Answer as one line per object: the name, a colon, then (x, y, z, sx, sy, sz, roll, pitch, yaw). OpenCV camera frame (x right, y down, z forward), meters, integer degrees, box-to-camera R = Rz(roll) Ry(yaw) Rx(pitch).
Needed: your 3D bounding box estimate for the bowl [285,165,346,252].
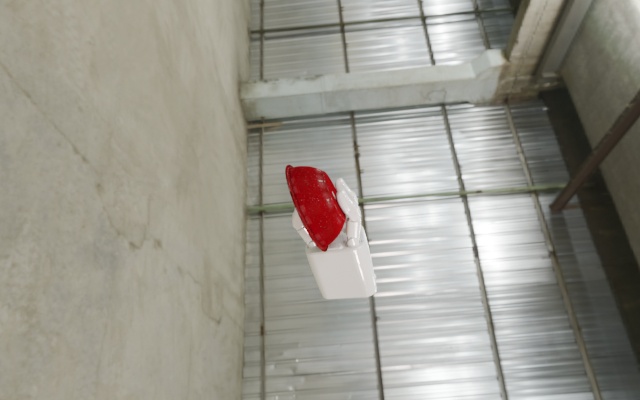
bowl: (0.000, 0.002, 0.809, 0.055, 0.162, 0.162, -24, -5, 10)
